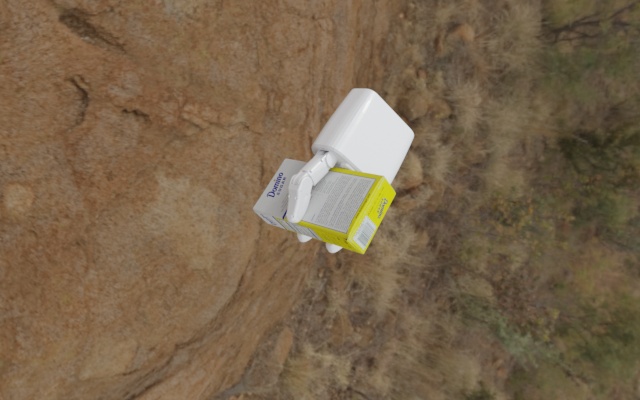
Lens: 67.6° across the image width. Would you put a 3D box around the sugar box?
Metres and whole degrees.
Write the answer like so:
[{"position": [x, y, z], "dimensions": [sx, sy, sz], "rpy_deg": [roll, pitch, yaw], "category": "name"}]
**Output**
[{"position": [0.001, 0.002, 0.625], "dimensions": [0.176, 0.093, 0.048], "rpy_deg": [14, -25, 44], "category": "sugar box"}]
